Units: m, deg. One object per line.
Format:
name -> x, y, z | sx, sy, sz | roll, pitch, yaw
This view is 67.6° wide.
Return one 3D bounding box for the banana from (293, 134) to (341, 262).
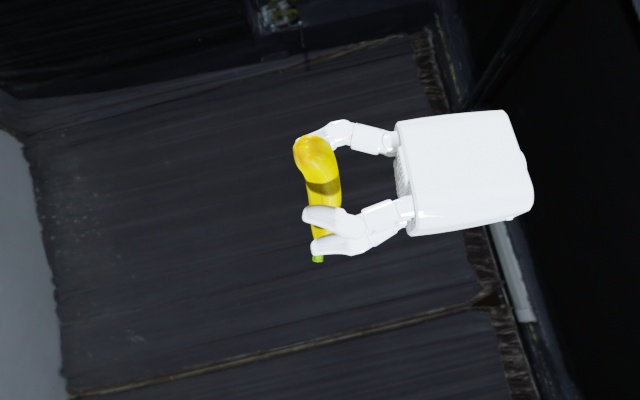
banana -> 0.001, -0.012, 0.480 | 0.037, 0.069, 0.198 | -2, -35, 5
